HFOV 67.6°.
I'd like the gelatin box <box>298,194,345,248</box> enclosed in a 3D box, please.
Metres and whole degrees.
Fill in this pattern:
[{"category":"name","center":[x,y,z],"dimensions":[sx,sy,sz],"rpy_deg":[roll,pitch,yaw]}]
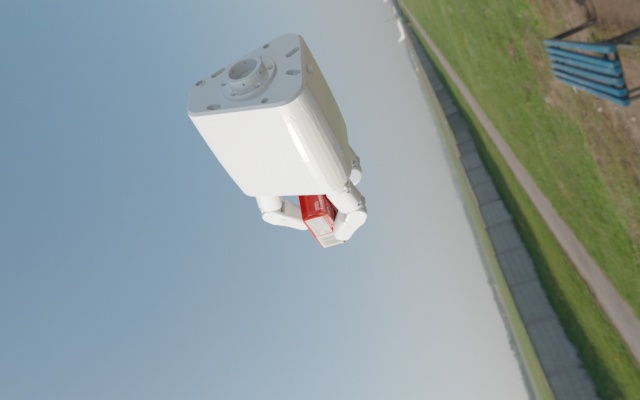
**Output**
[{"category":"gelatin box","center":[0.000,0.002,0.522],"dimensions":[0.030,0.073,0.089],"rpy_deg":[-14,-27,9]}]
